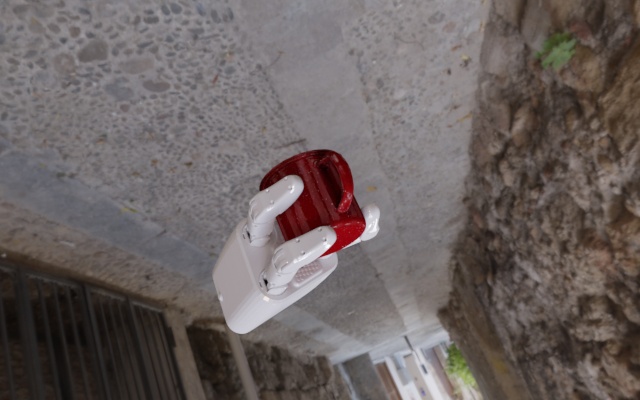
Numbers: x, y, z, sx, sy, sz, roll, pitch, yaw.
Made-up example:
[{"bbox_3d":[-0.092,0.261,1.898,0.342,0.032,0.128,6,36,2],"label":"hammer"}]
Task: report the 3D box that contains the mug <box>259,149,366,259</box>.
[{"bbox_3d":[0.001,0.001,0.473,0.093,0.081,0.117,-8,-28,-34],"label":"mug"}]
